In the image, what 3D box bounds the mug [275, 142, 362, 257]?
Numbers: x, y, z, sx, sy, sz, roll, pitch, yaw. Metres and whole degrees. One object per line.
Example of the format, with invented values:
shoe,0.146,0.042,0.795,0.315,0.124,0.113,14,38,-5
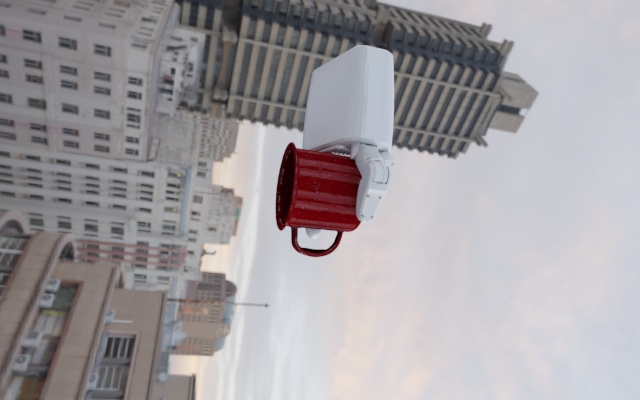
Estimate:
mug,0.000,0.003,0.506,0.081,0.117,0.093,7,-8,-15
